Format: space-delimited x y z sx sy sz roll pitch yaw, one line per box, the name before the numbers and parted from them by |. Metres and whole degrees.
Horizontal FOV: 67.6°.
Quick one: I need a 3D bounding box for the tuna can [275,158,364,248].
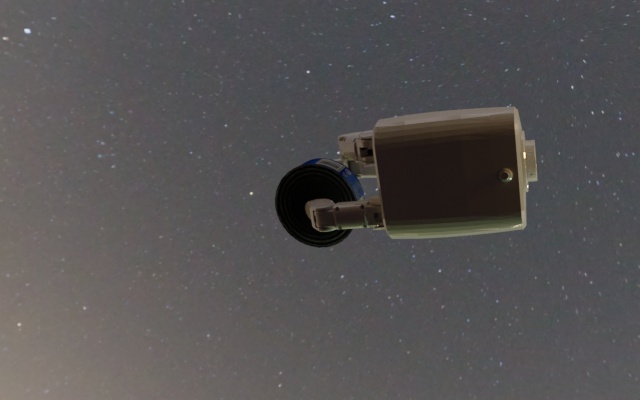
tuna can | 0.000 0.001 0.480 0.086 0.086 0.033 0 17 21
